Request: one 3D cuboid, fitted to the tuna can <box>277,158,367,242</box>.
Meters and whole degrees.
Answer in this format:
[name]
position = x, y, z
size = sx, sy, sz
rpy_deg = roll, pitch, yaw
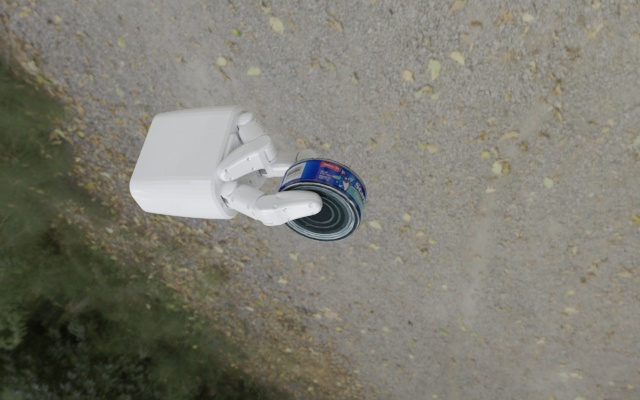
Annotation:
[tuna can]
position = 0.000, 0.002, 0.463
size = 0.086, 0.033, 0.086
rpy_deg = 10, -43, 9
